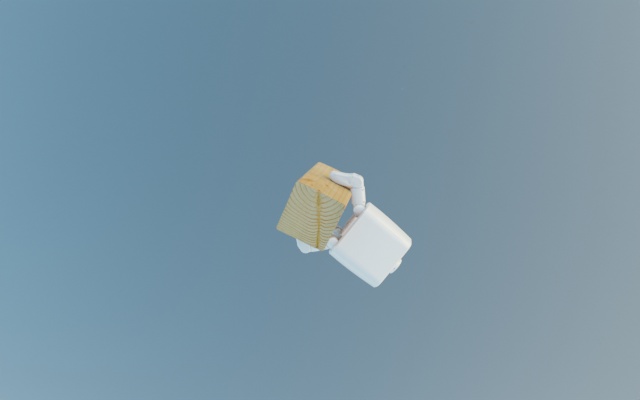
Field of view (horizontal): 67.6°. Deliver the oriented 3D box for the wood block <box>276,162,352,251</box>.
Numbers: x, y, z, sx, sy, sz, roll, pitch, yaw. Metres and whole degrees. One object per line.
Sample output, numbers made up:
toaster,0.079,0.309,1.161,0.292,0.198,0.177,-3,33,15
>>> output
wood block,0.001,0.003,0.865,0.090,0.091,0.206,26,16,3
